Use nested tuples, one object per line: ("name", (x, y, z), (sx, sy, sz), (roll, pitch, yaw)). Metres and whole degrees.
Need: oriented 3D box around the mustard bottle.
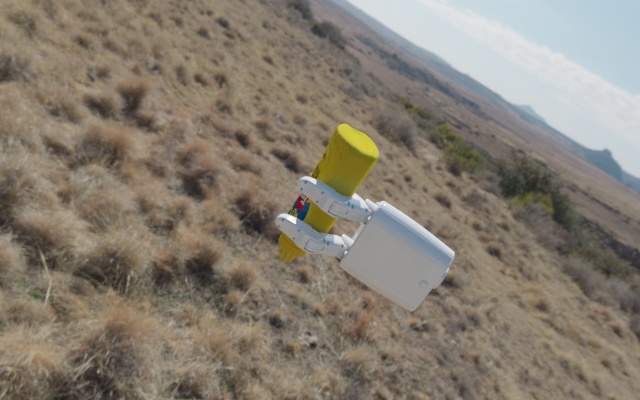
("mustard bottle", (0.000, 0.002, 0.603), (0.058, 0.192, 0.096), (25, 22, -16))
